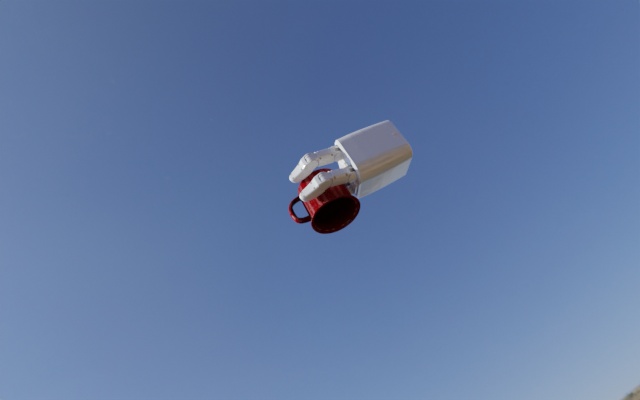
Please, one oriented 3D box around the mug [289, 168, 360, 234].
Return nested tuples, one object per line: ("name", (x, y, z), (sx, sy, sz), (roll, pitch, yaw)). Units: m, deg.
("mug", (-0.001, 0.003, 0.838), (0.117, 0.081, 0.093), (-23, -38, -9))
